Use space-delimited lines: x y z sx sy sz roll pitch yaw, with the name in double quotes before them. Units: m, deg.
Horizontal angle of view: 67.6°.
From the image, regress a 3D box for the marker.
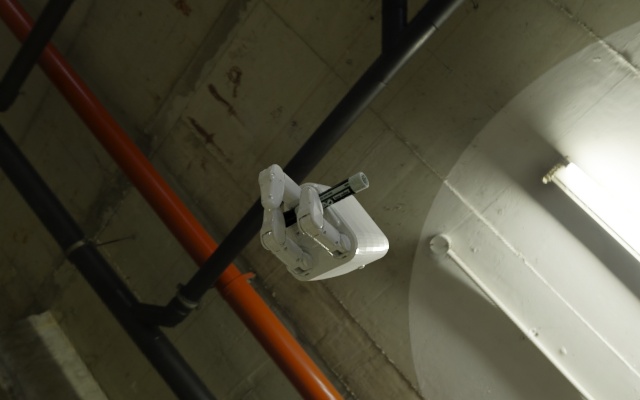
"marker" 0.000 0.002 0.550 0.121 0.020 0.020 -28 -13 25
